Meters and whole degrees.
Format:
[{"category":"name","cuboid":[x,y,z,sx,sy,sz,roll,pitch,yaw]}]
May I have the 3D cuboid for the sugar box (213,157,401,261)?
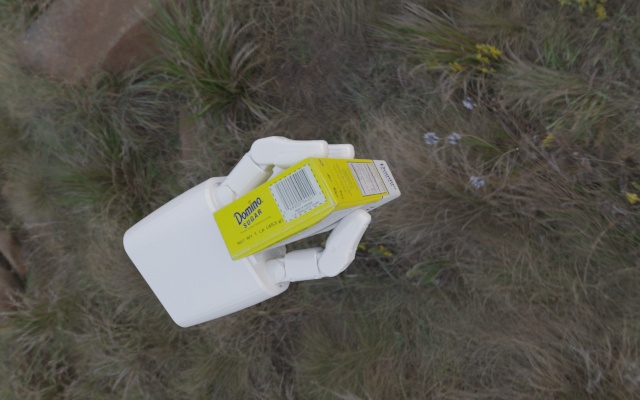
[{"category":"sugar box","cuboid":[0.000,0.001,0.408,0.093,0.048,0.176,-27,-5,22]}]
